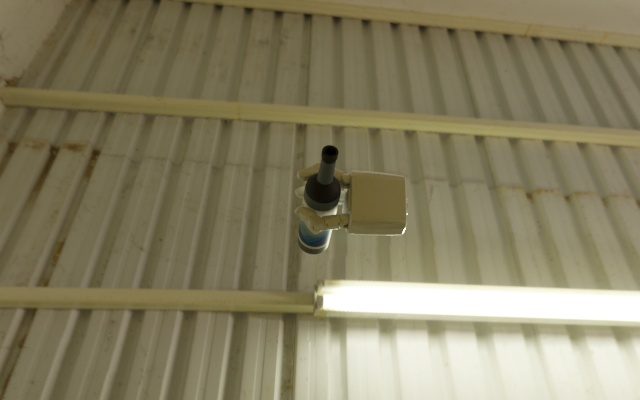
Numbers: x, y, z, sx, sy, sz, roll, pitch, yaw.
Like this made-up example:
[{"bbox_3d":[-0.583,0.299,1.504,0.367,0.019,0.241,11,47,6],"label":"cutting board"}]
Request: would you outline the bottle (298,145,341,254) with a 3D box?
[{"bbox_3d":[0.000,0.003,0.895,0.069,0.069,0.296,0,-34,-8],"label":"bottle"}]
